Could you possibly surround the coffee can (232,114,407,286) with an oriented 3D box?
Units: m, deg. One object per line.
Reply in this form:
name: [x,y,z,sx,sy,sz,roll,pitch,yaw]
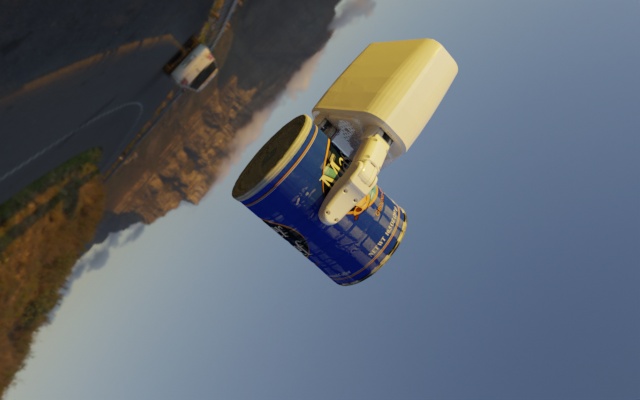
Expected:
coffee can: [0.000,0.002,0.466,0.140,0.102,0.103,42,-17,-20]
